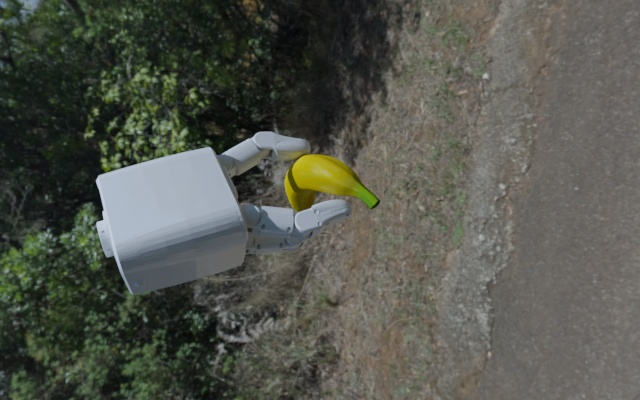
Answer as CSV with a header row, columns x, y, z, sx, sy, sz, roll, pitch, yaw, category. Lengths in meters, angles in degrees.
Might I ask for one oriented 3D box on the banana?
x,y,z,sx,sy,sz,roll,pitch,yaw,category
-0.008,-0.015,0.509,0.037,0.069,0.198,-31,9,-18,banana
